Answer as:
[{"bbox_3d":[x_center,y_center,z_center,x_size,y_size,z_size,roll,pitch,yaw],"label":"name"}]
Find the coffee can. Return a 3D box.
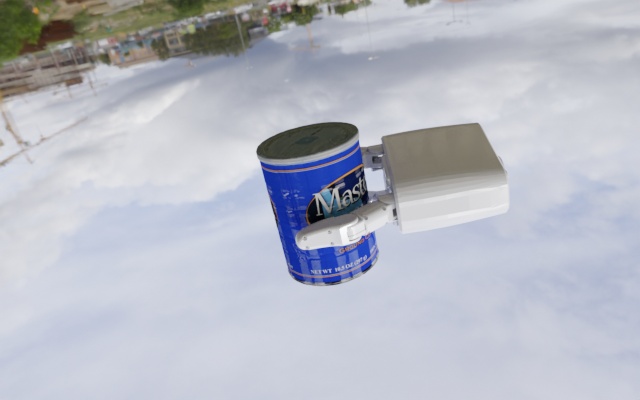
[{"bbox_3d":[0.000,0.002,0.495,0.103,0.140,0.102,-10,24,5],"label":"coffee can"}]
